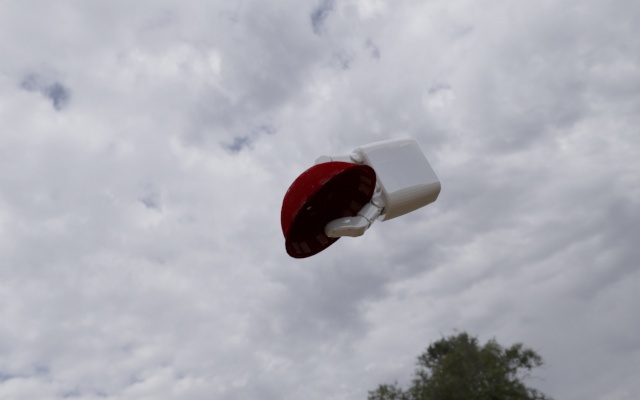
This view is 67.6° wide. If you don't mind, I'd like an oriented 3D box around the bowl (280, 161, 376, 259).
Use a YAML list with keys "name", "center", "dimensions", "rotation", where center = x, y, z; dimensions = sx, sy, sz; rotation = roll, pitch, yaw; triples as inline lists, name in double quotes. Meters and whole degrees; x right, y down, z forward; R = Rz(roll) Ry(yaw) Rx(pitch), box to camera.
- name: "bowl"
  center: [-0.001, 0.002, 0.649]
  dimensions: [0.055, 0.162, 0.162]
  rotation: [43, 23, 26]
